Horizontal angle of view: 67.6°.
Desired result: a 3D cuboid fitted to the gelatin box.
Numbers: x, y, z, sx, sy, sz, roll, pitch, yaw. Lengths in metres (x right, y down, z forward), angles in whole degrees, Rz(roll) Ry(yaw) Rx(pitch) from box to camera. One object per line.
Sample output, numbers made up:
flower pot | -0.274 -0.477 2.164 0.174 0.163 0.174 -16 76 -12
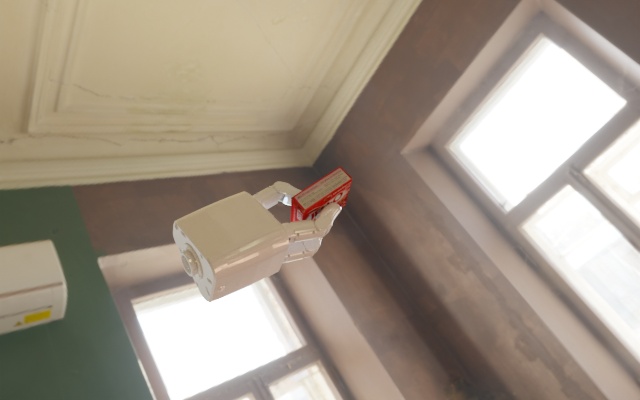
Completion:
gelatin box | 0.000 0.002 0.671 0.089 0.030 0.073 -34 -22 -22
